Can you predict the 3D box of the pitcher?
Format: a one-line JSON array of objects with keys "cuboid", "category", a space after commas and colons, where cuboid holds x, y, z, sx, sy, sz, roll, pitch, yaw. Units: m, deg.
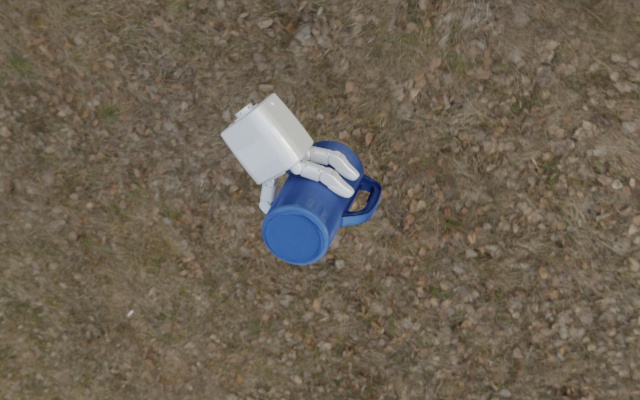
[{"cuboid": [0.000, 0.003, 0.814, 0.149, 0.145, 0.242, -29, 17, 28], "category": "pitcher"}]
